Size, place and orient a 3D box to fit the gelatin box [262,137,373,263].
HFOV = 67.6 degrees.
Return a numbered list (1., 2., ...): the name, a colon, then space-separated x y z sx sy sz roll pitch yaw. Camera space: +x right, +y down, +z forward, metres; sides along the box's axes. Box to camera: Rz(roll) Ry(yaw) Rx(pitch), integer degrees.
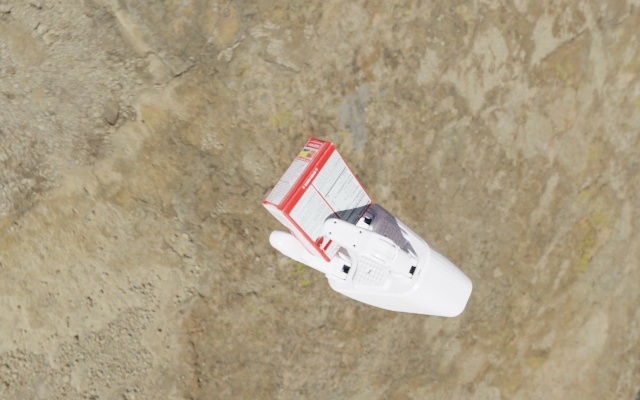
1. gelatin box: 0.000 0.001 0.418 0.030 0.073 0.089 21 -21 42
